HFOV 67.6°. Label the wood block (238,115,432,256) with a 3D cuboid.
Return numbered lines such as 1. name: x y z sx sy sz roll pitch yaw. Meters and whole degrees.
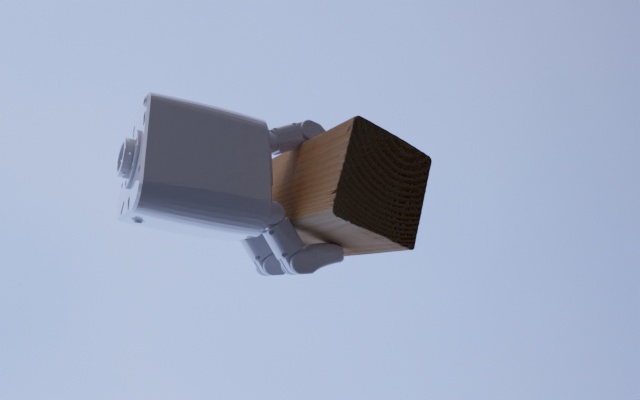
1. wood block: 0.000 0.001 0.477 0.090 0.090 0.206 24 -21 -27
